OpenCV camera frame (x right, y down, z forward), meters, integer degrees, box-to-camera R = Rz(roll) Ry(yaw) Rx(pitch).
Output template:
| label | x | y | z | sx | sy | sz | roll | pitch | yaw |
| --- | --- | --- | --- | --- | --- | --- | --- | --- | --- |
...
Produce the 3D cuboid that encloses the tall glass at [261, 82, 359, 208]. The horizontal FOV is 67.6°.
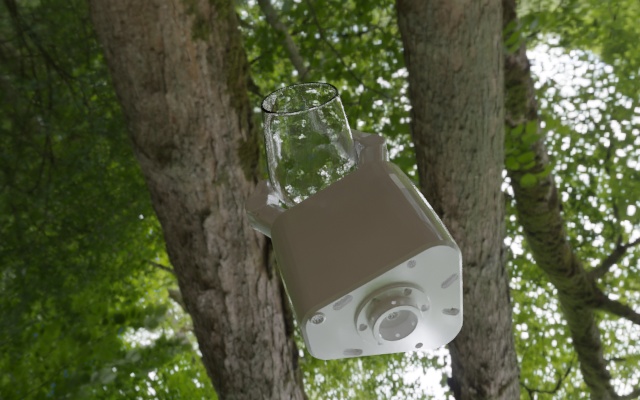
| label | x | y | z | sx | sy | sz | roll | pitch | yaw |
| --- | --- | --- | --- | --- | --- | --- | --- | --- | --- |
| tall glass | 0.000 | 0.002 | 0.426 | 0.079 | 0.201 | 0.079 | -8 | 32 | 5 |
